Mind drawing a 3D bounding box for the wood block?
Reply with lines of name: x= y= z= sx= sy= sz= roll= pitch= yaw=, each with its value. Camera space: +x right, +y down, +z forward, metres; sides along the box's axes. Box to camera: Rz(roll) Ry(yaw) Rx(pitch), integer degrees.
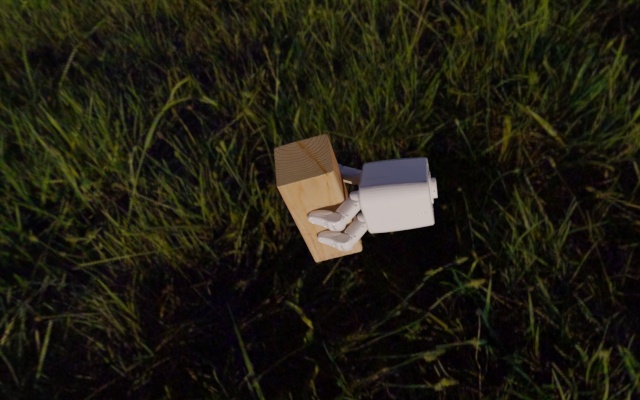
wood block: x=0.000 y=0.002 z=0.797 sx=0.090 sy=0.090 sz=0.206 roll=-15 pitch=-43 yaw=7
